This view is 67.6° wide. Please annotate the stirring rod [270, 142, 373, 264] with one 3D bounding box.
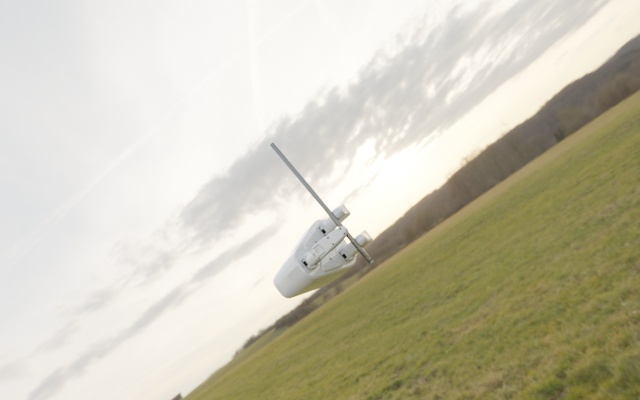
[{"bbox_3d":[0.000,0.003,0.732,0.011,0.239,0.011,-39,-8,-7],"label":"stirring rod"}]
